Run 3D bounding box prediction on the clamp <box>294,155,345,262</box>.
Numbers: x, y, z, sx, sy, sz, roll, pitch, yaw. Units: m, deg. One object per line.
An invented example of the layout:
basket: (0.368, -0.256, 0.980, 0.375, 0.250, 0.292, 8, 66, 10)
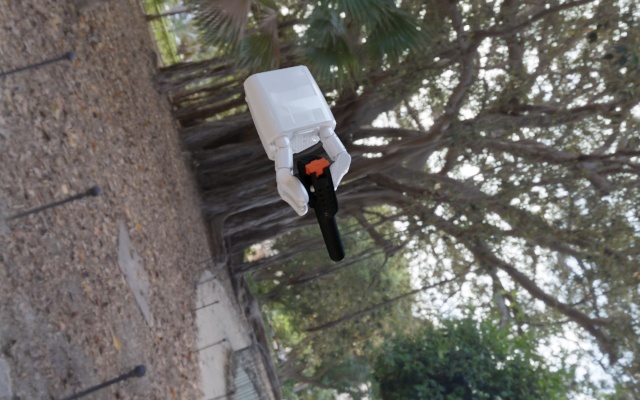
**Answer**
clamp: (0.001, 0.002, 0.697, 0.036, 0.164, 0.210, -25, -13, -10)
